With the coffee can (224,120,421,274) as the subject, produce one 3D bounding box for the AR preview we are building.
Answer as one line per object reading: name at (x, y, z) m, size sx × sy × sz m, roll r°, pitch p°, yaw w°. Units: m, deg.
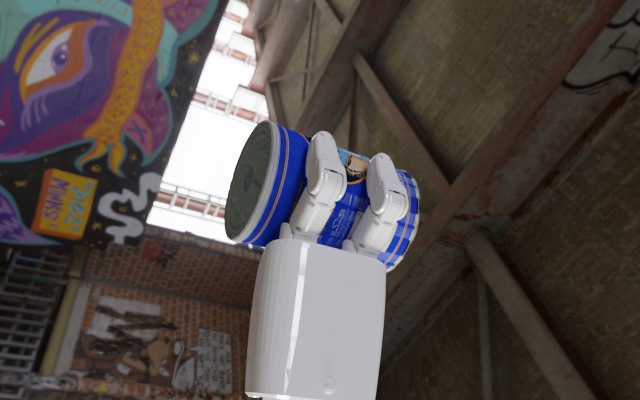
coffee can at (0.000, 0.001, 0.418) m, size 0.140 × 0.103 × 0.103 m, roll 17°, pitch -7°, yaw -24°
